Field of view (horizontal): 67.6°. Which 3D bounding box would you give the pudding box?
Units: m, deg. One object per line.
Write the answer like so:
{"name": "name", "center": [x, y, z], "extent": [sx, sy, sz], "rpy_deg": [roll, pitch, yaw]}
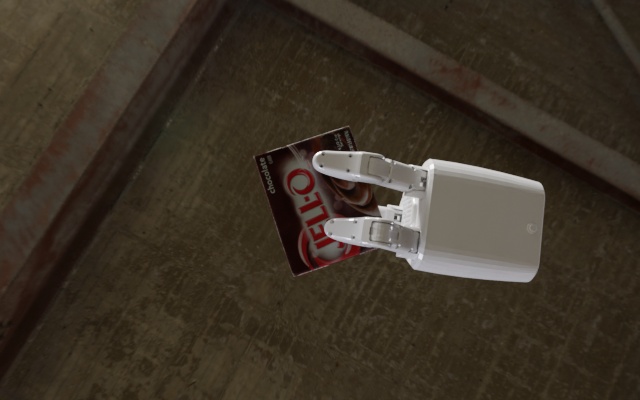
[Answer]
{"name": "pudding box", "center": [0.000, 0.001, 0.429], "extent": [0.090, 0.113, 0.039], "rpy_deg": [-19, -6, -7]}
